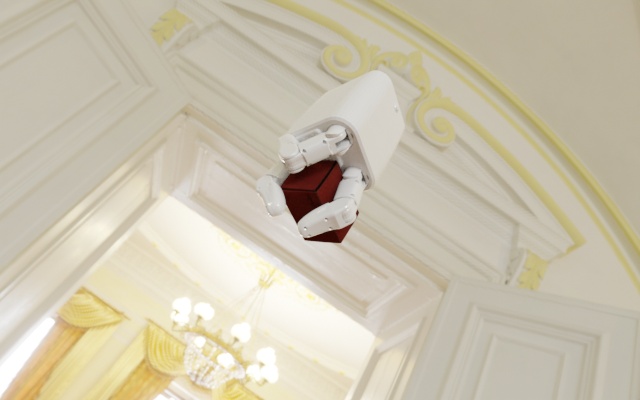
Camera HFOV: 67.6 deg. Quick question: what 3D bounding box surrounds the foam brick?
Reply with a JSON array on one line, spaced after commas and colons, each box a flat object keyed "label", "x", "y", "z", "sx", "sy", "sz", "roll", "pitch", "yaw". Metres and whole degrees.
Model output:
[{"label": "foam brick", "x": 0.000, "y": 0.002, "z": 0.526, "sx": 0.053, "sy": 0.078, "sz": 0.051, "roll": 3, "pitch": 43, "yaw": 34}]
